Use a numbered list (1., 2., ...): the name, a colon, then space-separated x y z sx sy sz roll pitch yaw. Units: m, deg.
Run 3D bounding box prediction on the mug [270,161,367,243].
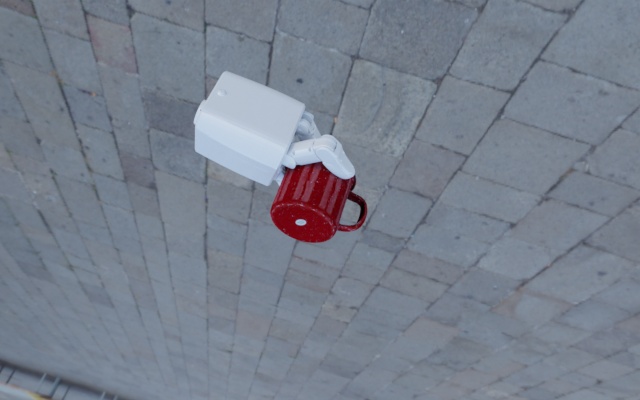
1. mug: 0.001 0.003 0.577 0.117 0.081 0.093 23 -35 -5
